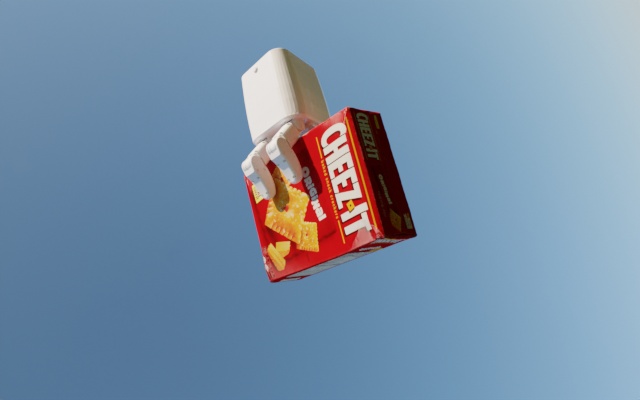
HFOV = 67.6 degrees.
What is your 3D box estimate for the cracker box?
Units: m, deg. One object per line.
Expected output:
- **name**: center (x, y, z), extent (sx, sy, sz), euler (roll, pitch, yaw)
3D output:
- **cracker box**: center (0.000, 0.002, 0.620), extent (0.072, 0.164, 0.214), euler (0, -20, -45)
